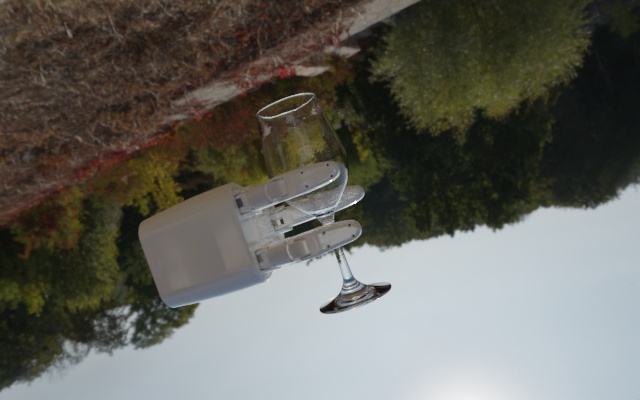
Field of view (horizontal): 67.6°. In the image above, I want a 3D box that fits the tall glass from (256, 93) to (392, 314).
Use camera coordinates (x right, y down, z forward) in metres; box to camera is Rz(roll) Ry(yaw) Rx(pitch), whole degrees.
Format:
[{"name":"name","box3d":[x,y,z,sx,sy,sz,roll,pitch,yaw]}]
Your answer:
[{"name":"tall glass","box3d":[0.000,0.002,0.462,0.079,0.201,0.079,-20,1,0]}]
